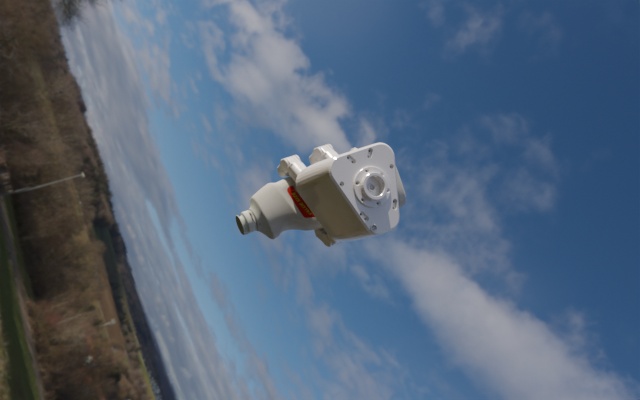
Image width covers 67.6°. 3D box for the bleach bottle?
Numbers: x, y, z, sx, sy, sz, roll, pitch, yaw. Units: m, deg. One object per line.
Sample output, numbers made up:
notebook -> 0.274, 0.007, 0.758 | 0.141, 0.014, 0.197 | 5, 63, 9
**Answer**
bleach bottle -> 0.000, 0.002, 0.703 | 0.251, 0.102, 0.068 | -20, 2, -24
